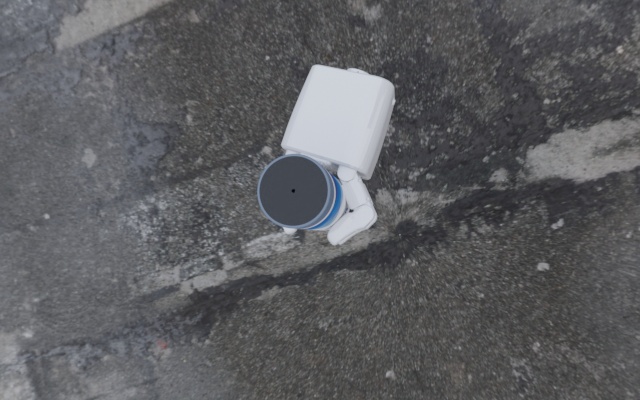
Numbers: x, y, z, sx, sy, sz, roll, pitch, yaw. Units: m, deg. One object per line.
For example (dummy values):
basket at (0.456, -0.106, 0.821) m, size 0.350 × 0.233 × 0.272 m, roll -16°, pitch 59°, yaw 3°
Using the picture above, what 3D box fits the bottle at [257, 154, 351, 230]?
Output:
bottle at (0.000, 0.002, 0.564) m, size 0.069 × 0.069 × 0.296 m, roll 0°, pitch -4°, yaw 9°
